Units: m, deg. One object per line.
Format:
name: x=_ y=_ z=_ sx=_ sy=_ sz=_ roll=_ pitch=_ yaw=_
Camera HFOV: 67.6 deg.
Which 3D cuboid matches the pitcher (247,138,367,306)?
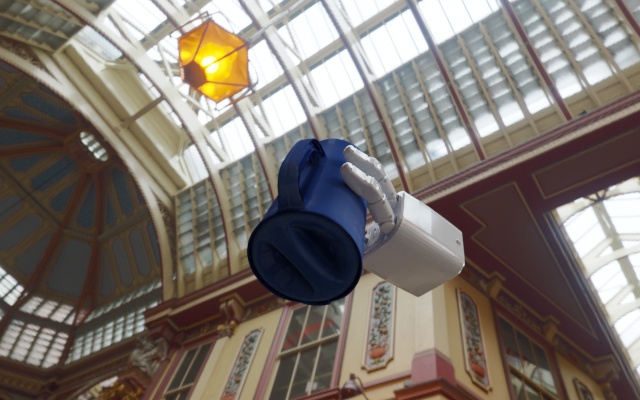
pitcher: x=0.000 y=0.002 z=0.628 sx=0.145 sy=0.149 sz=0.242 roll=32 pitch=32 yaw=-8
